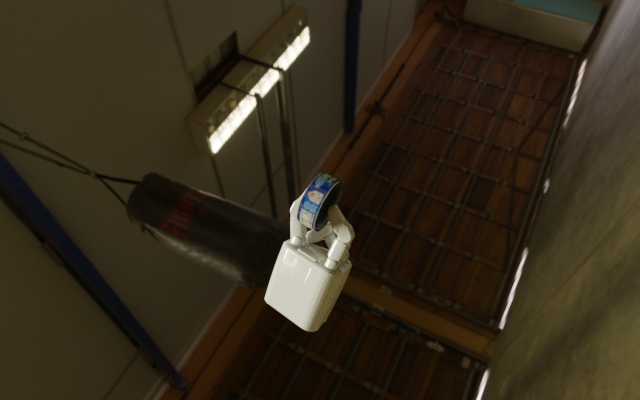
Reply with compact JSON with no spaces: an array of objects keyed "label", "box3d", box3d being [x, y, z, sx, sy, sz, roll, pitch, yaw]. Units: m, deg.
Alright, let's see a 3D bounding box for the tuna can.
[{"label":"tuna can","box3d":[0.000,0.002,0.720,0.033,0.086,0.086,28,8,15]}]
